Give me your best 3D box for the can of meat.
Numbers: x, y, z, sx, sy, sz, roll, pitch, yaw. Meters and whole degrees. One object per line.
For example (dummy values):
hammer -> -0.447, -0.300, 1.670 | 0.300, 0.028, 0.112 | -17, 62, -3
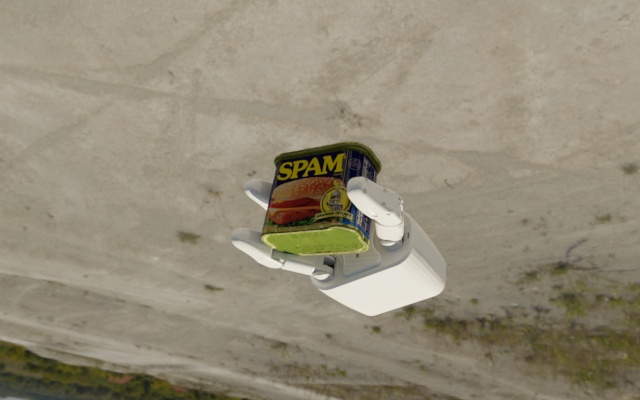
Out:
can of meat -> 0.000, 0.002, 0.435 | 0.102, 0.084, 0.057 | -7, -31, 29
